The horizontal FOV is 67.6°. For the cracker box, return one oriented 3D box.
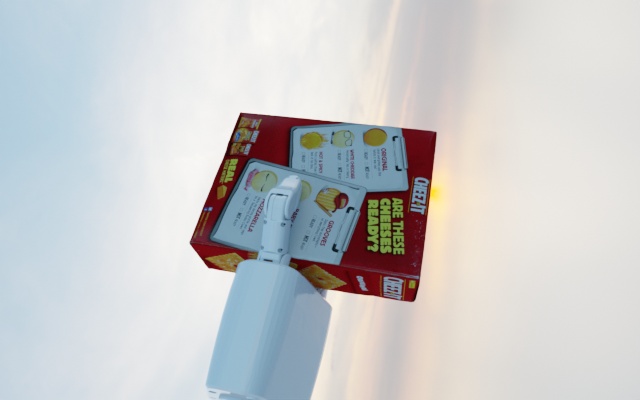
[{"bbox_3d":[0.000,0.001,0.485,0.213,0.164,0.072,8,-30,11],"label":"cracker box"}]
